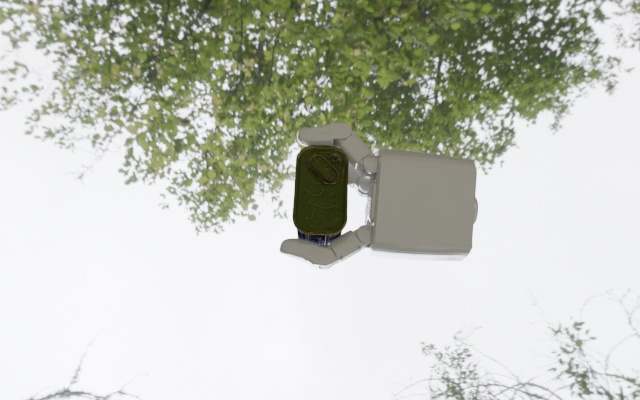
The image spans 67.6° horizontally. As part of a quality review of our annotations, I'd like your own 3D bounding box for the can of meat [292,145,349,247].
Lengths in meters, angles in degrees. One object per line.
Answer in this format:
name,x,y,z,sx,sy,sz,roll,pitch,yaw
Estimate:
can of meat,0.000,0.002,0.542,0.057,0.102,0.084,2,-21,0
